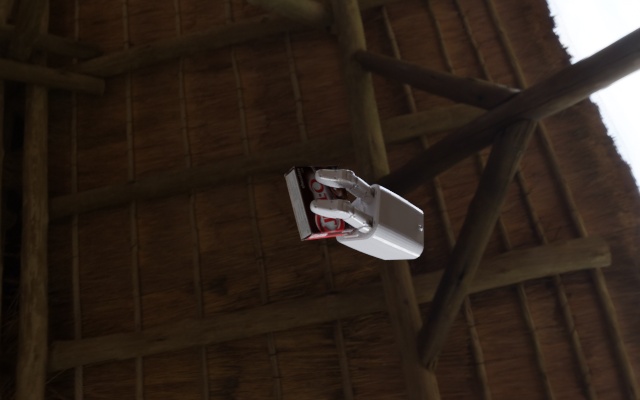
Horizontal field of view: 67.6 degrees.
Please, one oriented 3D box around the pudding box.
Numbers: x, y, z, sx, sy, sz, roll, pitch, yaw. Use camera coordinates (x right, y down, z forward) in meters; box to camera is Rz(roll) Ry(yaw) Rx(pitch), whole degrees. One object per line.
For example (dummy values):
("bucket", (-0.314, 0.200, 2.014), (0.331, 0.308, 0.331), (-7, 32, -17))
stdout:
("pudding box", (0.000, 0.003, 0.749), (0.090, 0.113, 0.039), (-4, -21, -38))
